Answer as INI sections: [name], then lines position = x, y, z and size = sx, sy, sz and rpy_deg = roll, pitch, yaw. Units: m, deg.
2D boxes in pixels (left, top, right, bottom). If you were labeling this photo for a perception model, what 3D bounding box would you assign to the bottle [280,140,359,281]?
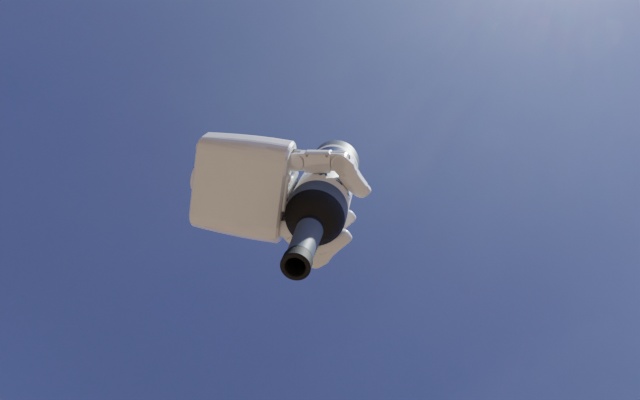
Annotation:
[bottle]
position = 0.000, 0.002, 0.546
size = 0.069, 0.069, 0.295
rpy_deg = 0, 22, 9
